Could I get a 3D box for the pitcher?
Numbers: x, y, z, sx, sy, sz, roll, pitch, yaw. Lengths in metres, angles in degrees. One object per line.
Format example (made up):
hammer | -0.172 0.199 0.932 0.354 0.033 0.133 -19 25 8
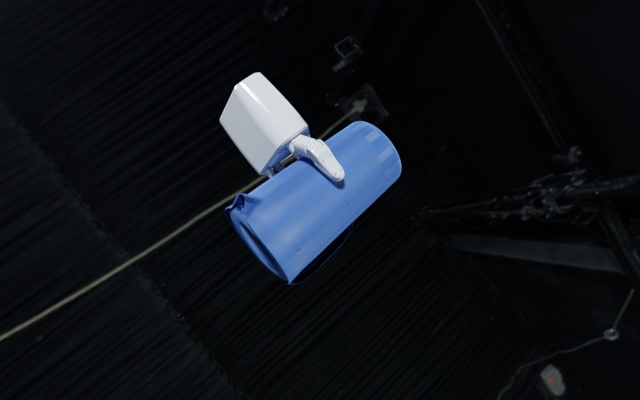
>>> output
pitcher | 0.000 0.002 0.687 0.243 0.145 0.149 -39 -4 -18
